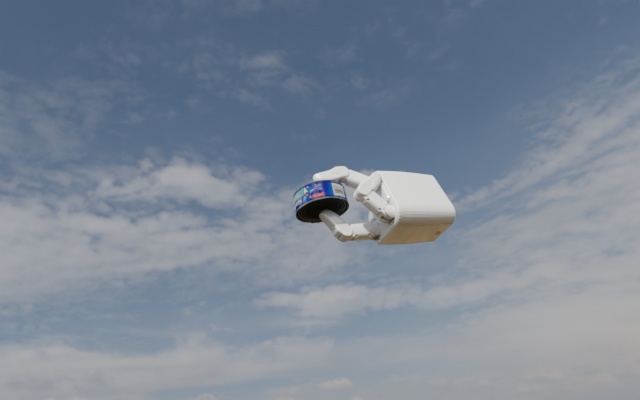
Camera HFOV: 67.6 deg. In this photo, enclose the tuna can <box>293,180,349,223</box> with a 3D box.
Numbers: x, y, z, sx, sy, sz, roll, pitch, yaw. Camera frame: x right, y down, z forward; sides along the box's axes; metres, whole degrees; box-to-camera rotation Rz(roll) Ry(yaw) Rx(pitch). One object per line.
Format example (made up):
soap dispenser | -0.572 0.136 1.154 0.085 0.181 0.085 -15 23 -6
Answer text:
tuna can | 0.000 0.002 0.756 0.086 0.033 0.086 -10 -26 -5
